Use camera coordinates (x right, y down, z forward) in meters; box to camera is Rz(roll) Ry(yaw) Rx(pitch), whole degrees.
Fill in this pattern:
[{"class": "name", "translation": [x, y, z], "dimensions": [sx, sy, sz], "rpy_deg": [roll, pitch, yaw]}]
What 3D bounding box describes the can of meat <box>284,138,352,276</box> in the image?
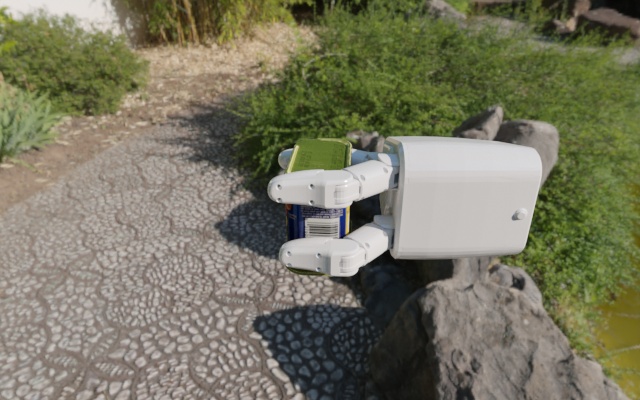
[{"class": "can of meat", "translation": [0.000, 0.001, 0.411], "dimensions": [0.057, 0.084, 0.102], "rpy_deg": [2, 28, 3]}]
